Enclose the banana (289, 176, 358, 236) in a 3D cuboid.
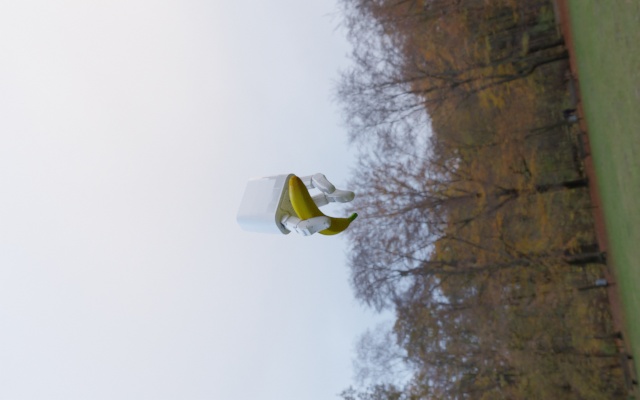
[{"bbox_3d":[-0.004,0.021,0.875,0.037,0.069,0.198,10,-14,40],"label":"banana"}]
